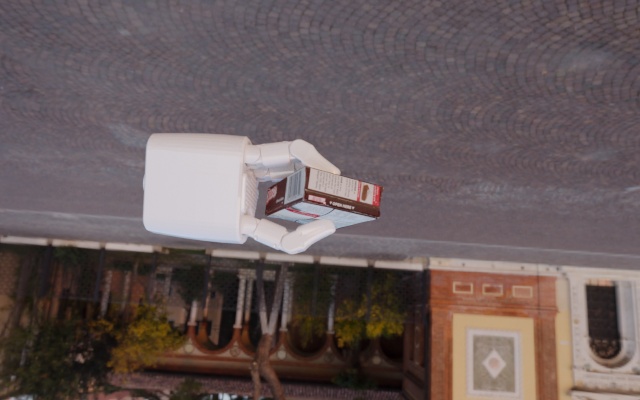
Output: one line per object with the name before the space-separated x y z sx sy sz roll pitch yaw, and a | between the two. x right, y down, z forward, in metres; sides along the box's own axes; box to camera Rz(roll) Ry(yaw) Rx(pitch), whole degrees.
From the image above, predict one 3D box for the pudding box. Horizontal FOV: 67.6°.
pudding box | 0.000 0.002 0.516 0.090 0.039 0.113 13 -13 -23
